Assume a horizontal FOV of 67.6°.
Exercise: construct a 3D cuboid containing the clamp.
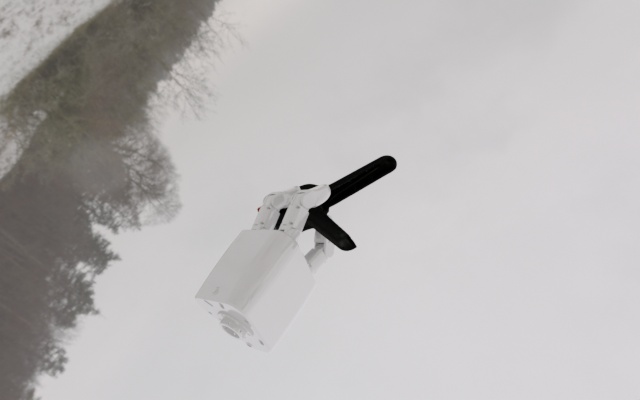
[{"bbox_3d":[0.000,0.003,0.654,0.210,0.036,0.164,-3,39,44],"label":"clamp"}]
